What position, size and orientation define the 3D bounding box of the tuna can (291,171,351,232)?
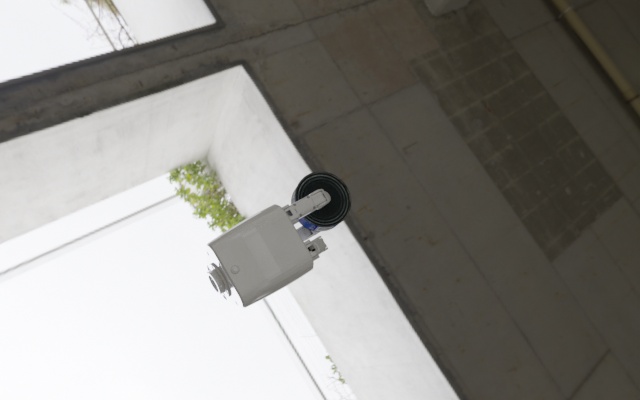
[{"bbox_3d":[0.000,0.002,0.709,0.086,0.086,0.034,0,-18,-18],"label":"tuna can"}]
